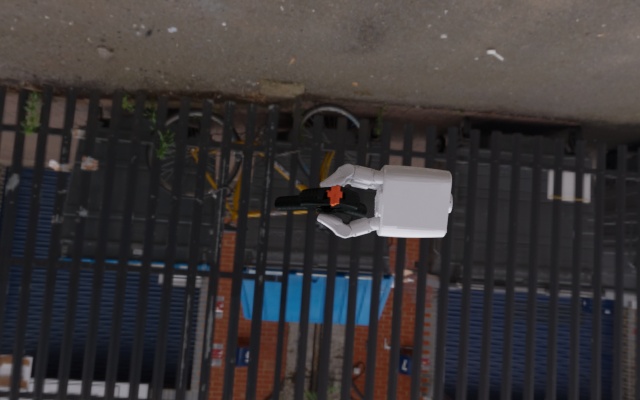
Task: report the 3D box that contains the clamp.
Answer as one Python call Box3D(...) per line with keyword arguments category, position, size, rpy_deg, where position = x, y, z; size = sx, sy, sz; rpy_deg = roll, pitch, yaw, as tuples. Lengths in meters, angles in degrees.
Box3D(category="clamp", position=(0.000, 0.003, 0.765), size=(0.164, 0.036, 0.210), rpy_deg=(3, -6, 1))
